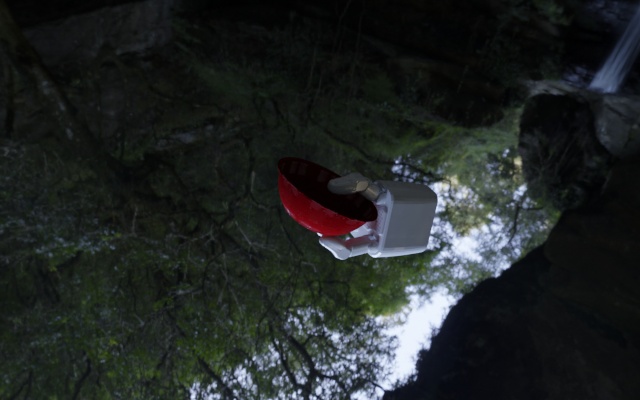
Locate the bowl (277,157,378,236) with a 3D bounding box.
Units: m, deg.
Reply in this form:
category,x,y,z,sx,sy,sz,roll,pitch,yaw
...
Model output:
category,x,y,z,sx,sy,sz,roll,pitch,yaw
bowl,-0.001,0.002,0.686,0.162,0.055,0.162,27,20,-10
